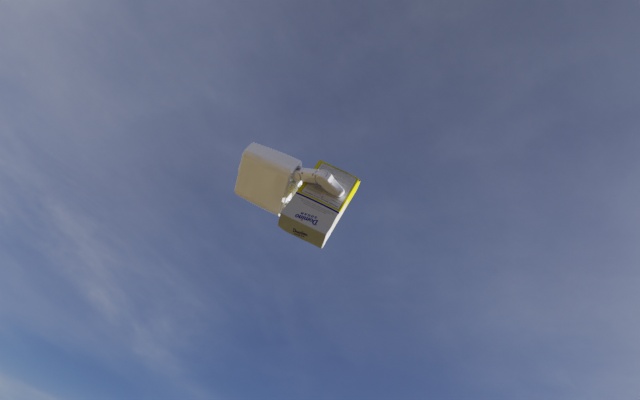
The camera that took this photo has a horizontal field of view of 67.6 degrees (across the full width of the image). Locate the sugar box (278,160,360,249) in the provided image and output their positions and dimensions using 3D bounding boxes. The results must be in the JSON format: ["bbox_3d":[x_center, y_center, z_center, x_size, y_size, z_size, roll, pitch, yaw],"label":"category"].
[{"bbox_3d":[0.000,0.003,0.898,0.093,0.048,0.176,26,47,9],"label":"sugar box"}]
